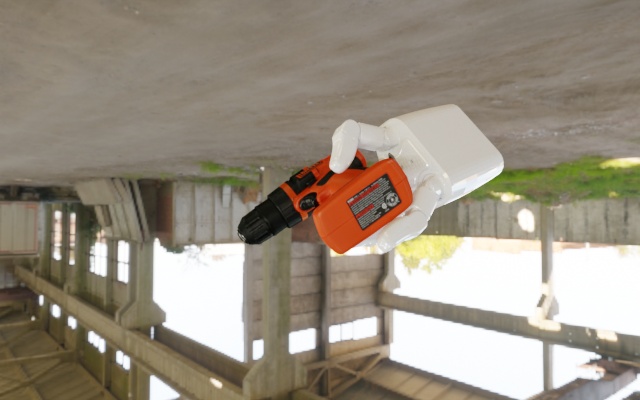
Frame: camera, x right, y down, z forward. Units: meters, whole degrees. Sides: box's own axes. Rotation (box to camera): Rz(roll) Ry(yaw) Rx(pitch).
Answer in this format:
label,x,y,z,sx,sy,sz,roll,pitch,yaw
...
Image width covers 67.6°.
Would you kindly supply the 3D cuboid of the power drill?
label,x,y,z,sx,sy,sz,roll,pitch,yaw
power drill,0.000,0.002,0.529,0.184,0.057,0.187,-37,19,-12
